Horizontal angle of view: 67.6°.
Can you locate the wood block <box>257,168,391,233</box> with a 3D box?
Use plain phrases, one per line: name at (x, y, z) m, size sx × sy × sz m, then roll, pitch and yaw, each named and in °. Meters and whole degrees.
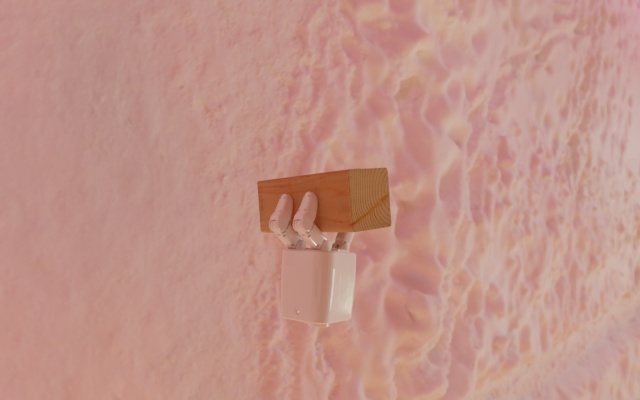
wood block at (0.000, 0.003, 0.753) m, size 0.091 × 0.090 × 0.206 m, roll -5°, pitch 1°, yaw -45°
